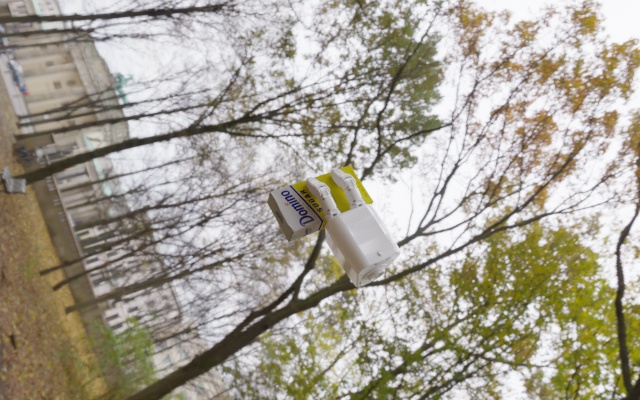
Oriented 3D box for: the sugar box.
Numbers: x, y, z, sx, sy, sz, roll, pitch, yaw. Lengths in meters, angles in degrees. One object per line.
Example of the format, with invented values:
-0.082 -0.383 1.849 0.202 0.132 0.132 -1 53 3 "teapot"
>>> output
0.000 0.003 0.890 0.176 0.093 0.048 -19 -25 -27 "sugar box"
